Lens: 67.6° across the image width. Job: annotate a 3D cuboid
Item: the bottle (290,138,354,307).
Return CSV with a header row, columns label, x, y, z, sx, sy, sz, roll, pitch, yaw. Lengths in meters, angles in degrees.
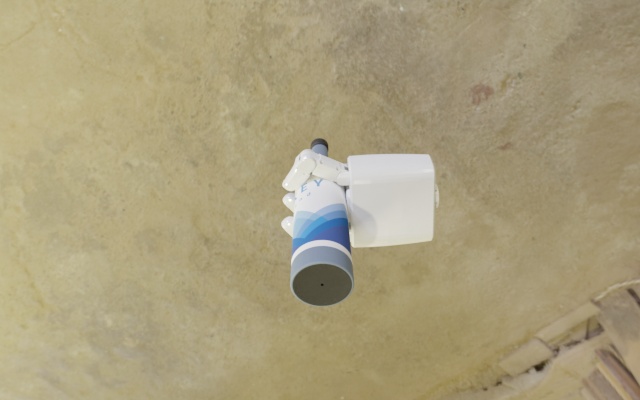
label,x,y,z,sx,sy,sz,roll,pitch,yaw
bottle,0.000,0.002,0.612,0.069,0.069,0.295,0,36,-1
